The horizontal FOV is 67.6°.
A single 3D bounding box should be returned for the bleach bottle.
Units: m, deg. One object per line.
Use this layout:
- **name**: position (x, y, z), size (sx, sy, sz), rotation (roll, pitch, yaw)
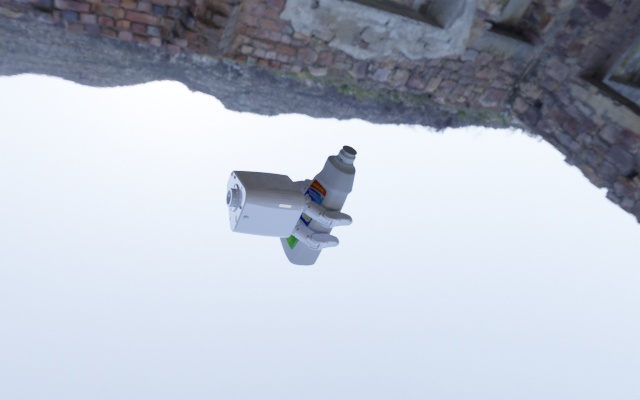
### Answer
- **bleach bottle**: position (0.000, 0.003, 0.876), size (0.068, 0.251, 0.102), rotation (7, 38, -27)
